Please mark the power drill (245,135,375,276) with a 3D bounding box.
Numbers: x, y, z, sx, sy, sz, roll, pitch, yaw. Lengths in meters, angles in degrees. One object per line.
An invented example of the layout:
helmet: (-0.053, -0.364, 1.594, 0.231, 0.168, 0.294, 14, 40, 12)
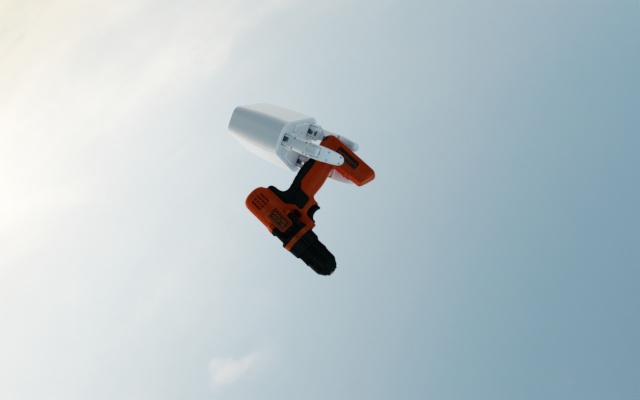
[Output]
power drill: (0.000, 0.002, 0.772, 0.184, 0.187, 0.057, 43, -8, 5)
